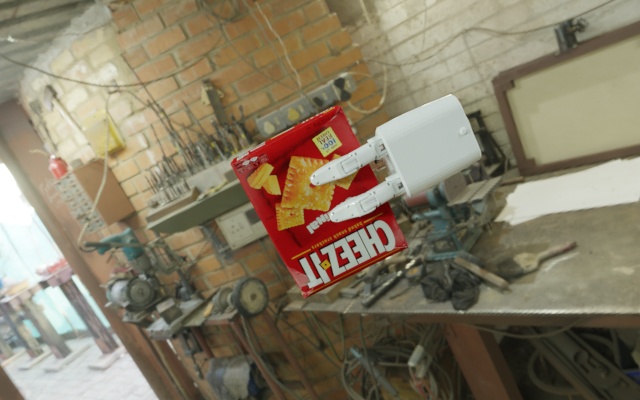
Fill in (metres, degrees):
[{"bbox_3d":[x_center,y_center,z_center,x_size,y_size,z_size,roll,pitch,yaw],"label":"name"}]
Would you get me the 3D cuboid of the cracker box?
[{"bbox_3d":[0.000,0.002,0.655,0.164,0.214,0.072,-27,11,3],"label":"cracker box"}]
